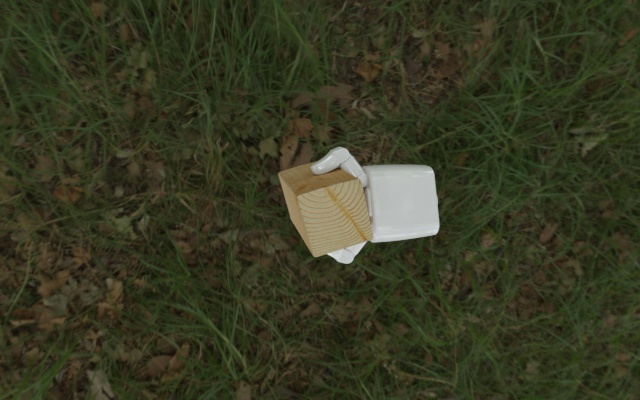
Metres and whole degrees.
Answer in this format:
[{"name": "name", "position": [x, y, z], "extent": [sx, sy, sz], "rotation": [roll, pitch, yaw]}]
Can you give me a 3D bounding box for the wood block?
[{"name": "wood block", "position": [0.000, 0.002, 0.731], "extent": [0.090, 0.091, 0.206], "rotation": [-16, 14, -9]}]
